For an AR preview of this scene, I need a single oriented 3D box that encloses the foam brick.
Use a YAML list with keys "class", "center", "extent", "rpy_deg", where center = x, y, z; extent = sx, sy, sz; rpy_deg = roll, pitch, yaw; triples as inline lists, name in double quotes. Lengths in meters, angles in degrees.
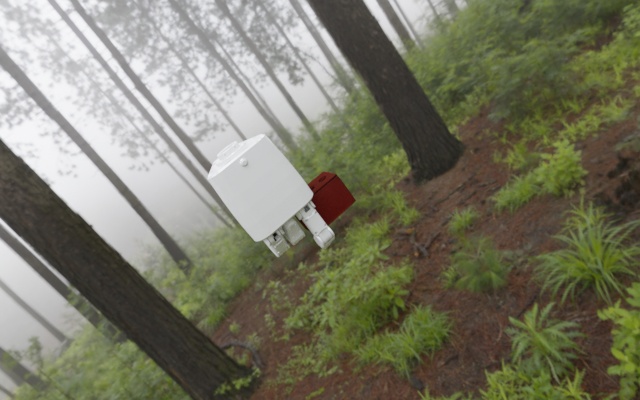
- class: "foam brick"
  center: [0.000, 0.002, 0.683]
  extent: [0.078, 0.051, 0.053]
  rpy_deg: [-41, 19, -11]
